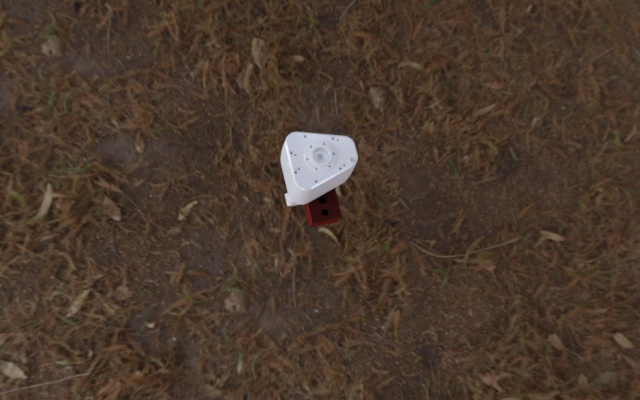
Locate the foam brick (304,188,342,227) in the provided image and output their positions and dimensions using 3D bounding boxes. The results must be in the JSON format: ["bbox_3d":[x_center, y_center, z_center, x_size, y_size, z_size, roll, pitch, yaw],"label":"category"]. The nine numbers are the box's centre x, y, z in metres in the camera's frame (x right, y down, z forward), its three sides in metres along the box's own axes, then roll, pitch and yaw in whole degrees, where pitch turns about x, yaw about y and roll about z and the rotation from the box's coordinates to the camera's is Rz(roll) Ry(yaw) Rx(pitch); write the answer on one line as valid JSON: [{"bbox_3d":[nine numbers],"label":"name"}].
[{"bbox_3d":[0.000,0.003,0.835,0.053,0.078,0.051,-12,-8,-10],"label":"foam brick"}]
